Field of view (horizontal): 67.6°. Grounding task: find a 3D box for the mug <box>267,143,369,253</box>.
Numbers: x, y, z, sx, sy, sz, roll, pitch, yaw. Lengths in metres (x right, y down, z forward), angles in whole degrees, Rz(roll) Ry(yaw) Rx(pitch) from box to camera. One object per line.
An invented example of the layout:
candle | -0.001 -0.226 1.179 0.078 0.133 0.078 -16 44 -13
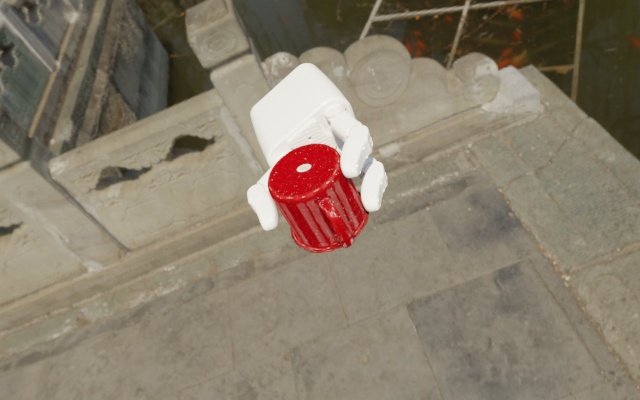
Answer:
mug | 0.000 0.002 0.494 0.093 0.082 0.117 -30 43 -1
